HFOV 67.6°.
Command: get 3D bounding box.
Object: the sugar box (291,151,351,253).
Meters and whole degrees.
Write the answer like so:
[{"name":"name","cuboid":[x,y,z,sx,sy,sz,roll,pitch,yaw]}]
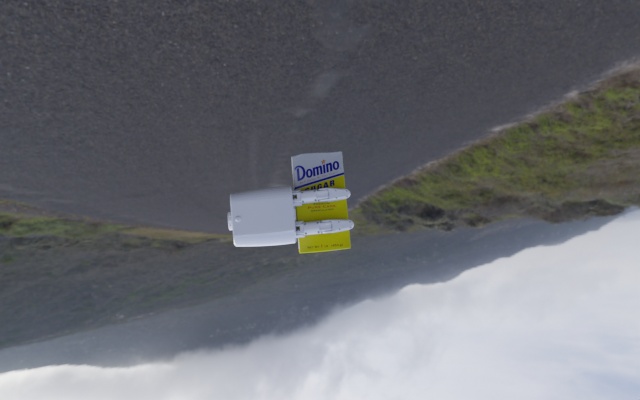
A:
[{"name":"sugar box","cuboid":[0.000,0.003,0.857,0.093,0.176,0.048,-5,-4,-5]}]
